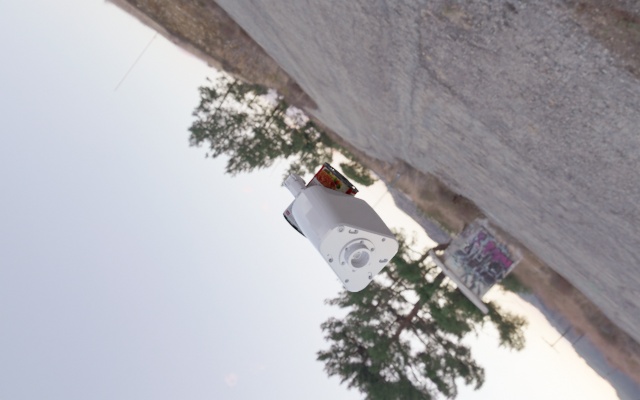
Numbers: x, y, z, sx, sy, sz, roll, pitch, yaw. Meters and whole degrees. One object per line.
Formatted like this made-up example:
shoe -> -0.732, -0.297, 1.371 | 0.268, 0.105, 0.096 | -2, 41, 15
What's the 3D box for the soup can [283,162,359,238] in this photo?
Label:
soup can -> 0.000, 0.002, 0.718 | 0.068, 0.102, 0.068 | 40, 8, -7
